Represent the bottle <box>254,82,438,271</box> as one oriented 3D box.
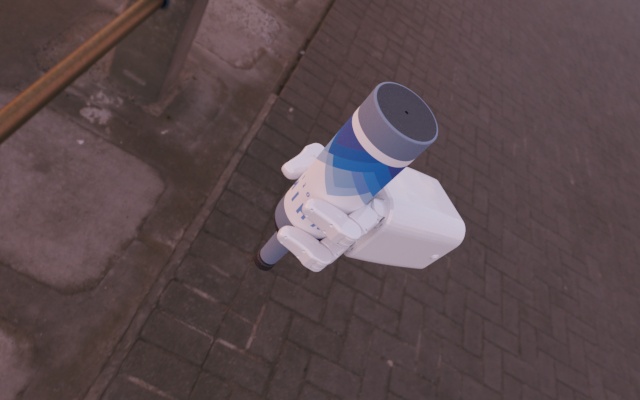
[{"bbox_3d":[0.000,0.001,0.500,0.069,0.069,0.296,0,-31,-35],"label":"bottle"}]
